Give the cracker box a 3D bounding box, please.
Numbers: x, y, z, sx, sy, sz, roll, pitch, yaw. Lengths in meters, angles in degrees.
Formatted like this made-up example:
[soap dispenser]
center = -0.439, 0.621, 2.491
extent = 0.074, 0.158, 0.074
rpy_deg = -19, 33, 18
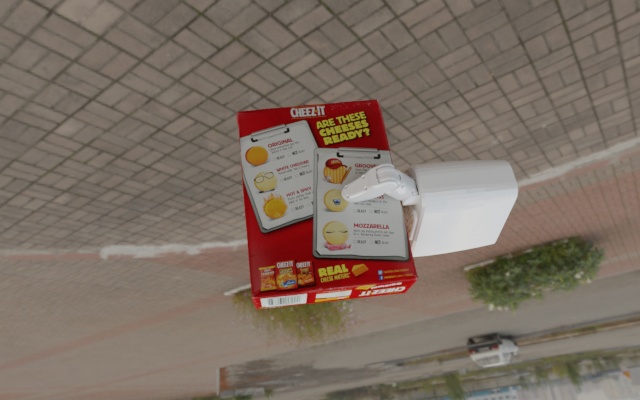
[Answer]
[cracker box]
center = 0.000, 0.002, 0.523
extent = 0.164, 0.213, 0.072
rpy_deg = -6, -24, -6
